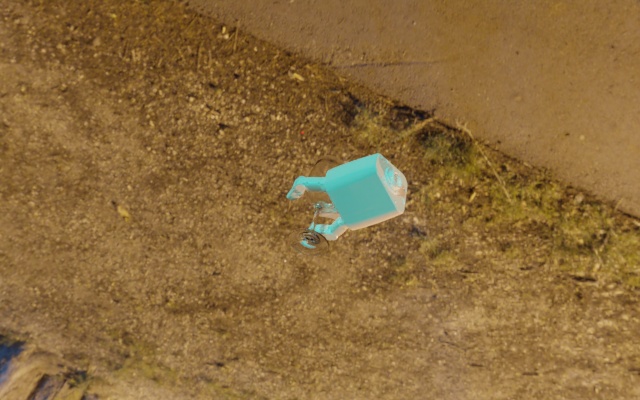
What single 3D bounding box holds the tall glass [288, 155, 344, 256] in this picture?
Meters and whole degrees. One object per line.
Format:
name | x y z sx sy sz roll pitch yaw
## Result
tall glass | 0.000 0.003 0.897 0.079 0.201 0.079 9 -42 8
